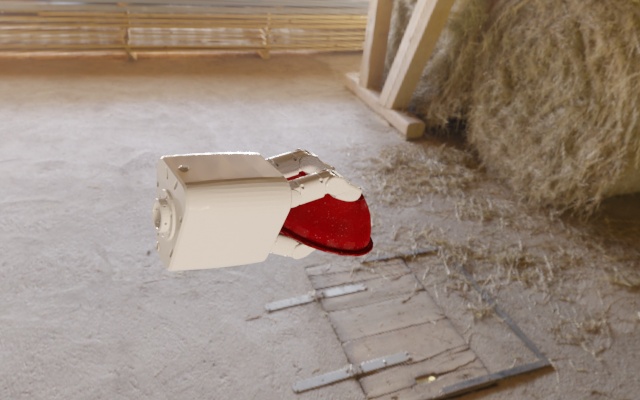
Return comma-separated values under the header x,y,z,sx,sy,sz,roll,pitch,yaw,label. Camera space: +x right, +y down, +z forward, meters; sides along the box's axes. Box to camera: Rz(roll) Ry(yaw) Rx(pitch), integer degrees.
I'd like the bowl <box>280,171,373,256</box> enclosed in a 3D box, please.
x,y,z,sx,sy,sz,roll,pitch,yaw,label
0.001,0.001,0.579,0.162,0.055,0.162,21,17,-7,bowl
